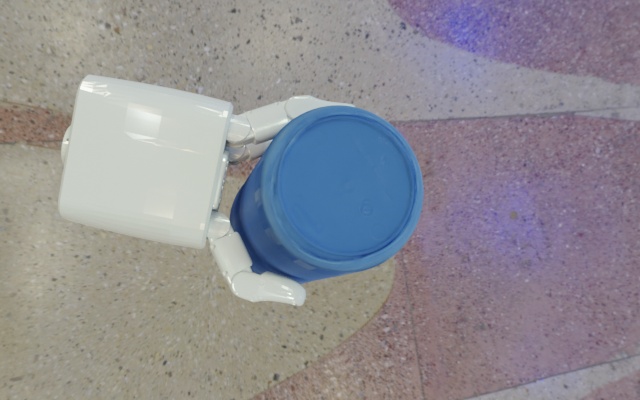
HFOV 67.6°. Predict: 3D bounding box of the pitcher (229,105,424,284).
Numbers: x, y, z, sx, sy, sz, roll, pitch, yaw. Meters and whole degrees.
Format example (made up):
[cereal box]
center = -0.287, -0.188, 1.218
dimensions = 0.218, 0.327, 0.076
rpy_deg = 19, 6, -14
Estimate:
[pitcher]
center = 0.000, 0.001, 0.411
dimensions = 0.145, 0.149, 0.243
rpy_deg = 13, -11, -10
